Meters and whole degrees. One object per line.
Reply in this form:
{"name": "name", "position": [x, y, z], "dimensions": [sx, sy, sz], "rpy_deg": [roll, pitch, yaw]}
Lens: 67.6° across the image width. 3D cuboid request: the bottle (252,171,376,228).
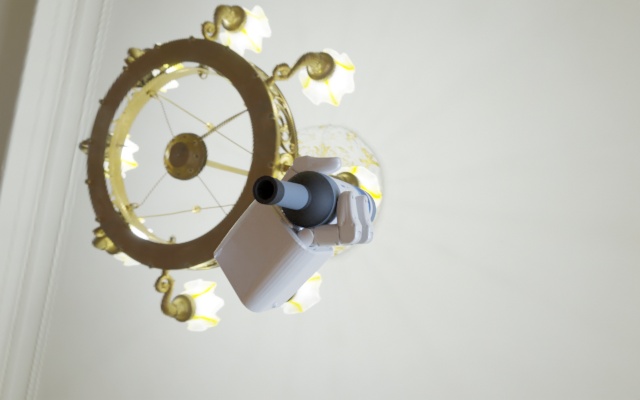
{"name": "bottle", "position": [0.000, 0.002, 0.583], "dimensions": [0.069, 0.069, 0.296], "rpy_deg": [0, -5, 21]}
